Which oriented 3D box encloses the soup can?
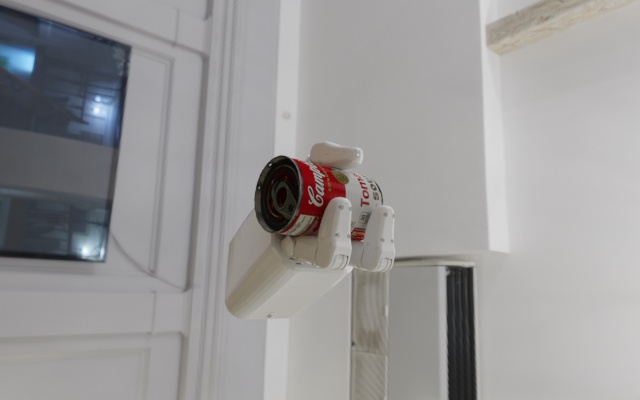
[{"bbox_3d":[0.001,0.001,0.441,0.102,0.068,0.068,10,-7,-39],"label":"soup can"}]
